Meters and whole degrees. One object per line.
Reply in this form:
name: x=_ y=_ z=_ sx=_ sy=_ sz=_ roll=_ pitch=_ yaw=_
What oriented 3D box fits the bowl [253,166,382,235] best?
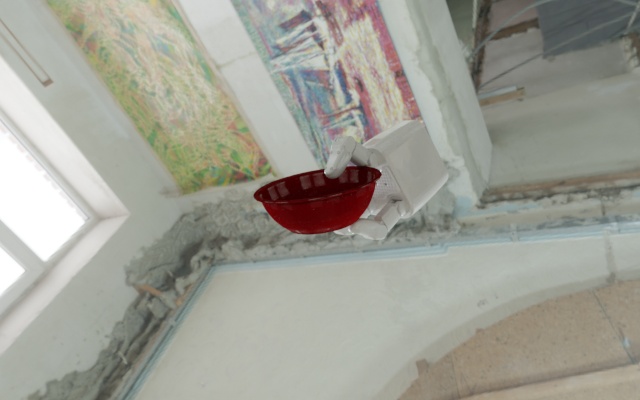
bowl: x=-0.001 y=0.003 z=0.602 sx=0.162 sy=0.055 sz=0.162 roll=-9 pitch=14 yaw=2
